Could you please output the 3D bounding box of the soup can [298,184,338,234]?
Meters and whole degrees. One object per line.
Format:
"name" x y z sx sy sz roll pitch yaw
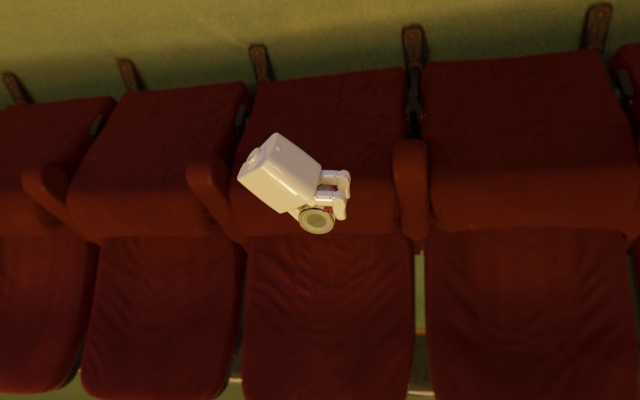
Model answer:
"soup can" 0.000 0.003 0.890 0.068 0.069 0.102 7 46 7
